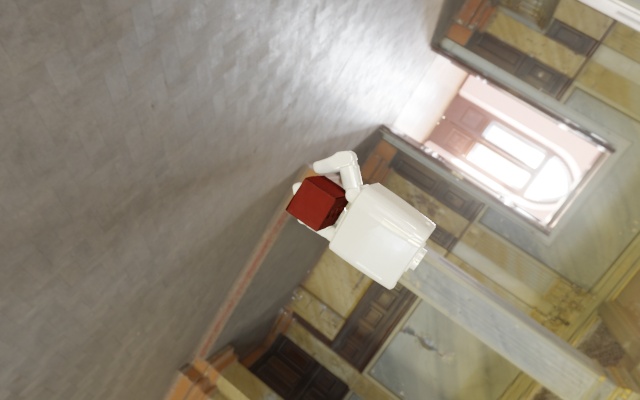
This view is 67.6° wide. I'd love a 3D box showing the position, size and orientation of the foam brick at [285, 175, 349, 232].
[{"bbox_3d":[0.000,0.002,0.639,0.051,0.053,0.078,36,16,13],"label":"foam brick"}]
